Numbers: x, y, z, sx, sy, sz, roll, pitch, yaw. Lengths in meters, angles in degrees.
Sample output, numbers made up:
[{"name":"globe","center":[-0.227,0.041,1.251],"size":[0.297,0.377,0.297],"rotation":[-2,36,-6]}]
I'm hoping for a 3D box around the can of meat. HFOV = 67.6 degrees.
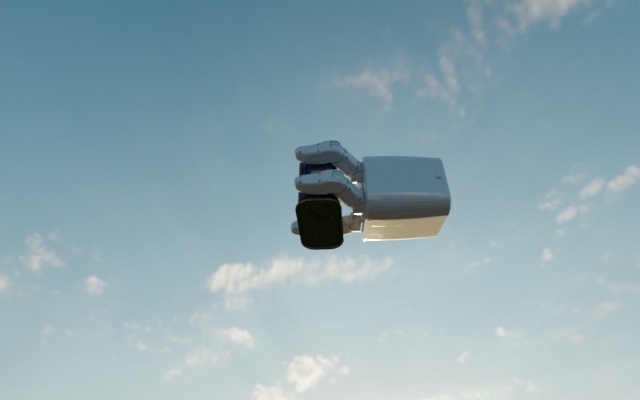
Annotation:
[{"name":"can of meat","center":[0.000,0.002,0.634],"size":[0.057,0.083,0.102],"rotation":[-3,-41,4]}]
